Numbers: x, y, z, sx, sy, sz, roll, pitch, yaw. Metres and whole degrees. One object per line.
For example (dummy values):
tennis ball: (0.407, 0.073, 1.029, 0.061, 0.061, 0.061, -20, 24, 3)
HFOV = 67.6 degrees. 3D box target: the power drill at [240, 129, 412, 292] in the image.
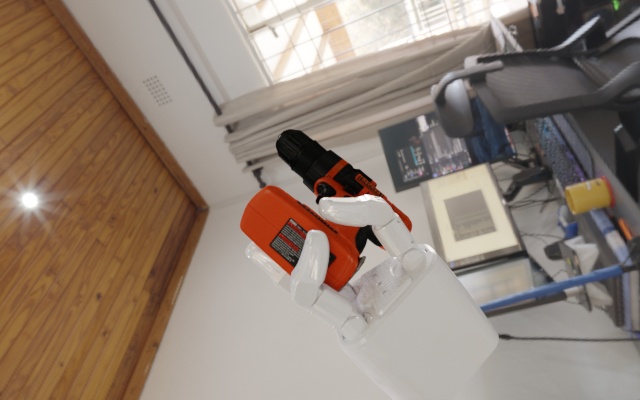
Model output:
power drill: (0.000, 0.002, 0.474, 0.184, 0.057, 0.187, 39, 26, 7)
